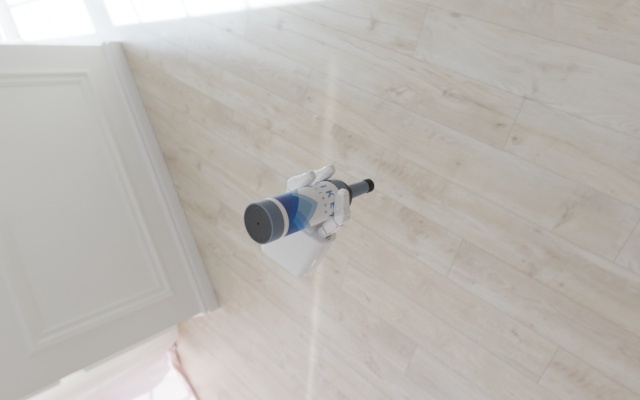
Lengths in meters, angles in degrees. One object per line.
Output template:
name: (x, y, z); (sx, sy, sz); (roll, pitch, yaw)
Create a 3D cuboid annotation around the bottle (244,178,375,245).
bottle: (0.000, 0.003, 0.831); (0.069, 0.069, 0.295); (0, 13, 42)
